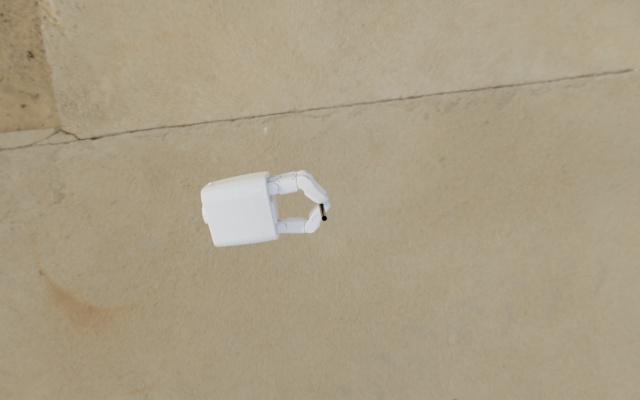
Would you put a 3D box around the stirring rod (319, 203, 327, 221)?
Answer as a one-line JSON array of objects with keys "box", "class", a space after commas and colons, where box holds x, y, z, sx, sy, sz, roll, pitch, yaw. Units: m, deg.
[{"box": [0.000, 0.003, 0.788, 0.011, 0.011, 0.239, 0, 11, -3], "class": "stirring rod"}]
